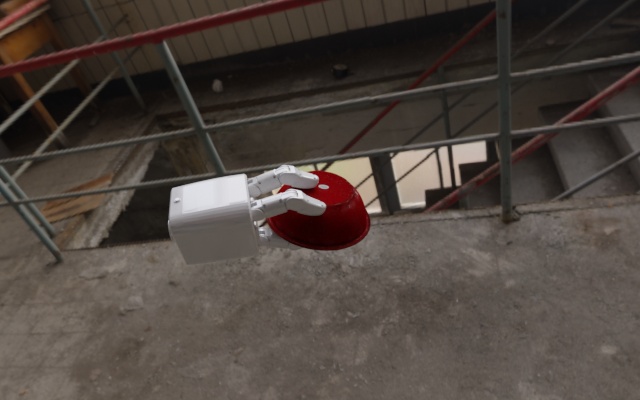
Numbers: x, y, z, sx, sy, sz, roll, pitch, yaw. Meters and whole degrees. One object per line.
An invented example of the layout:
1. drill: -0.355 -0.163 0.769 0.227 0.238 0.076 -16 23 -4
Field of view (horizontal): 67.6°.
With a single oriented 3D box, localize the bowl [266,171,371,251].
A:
1. bowl: 0.001 0.002 0.712 0.162 0.055 0.162 6 35 -4
